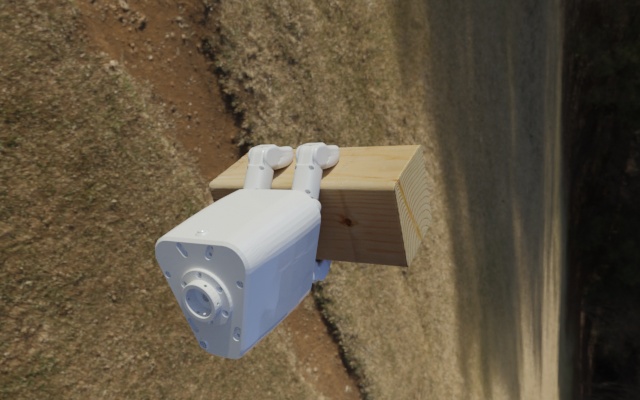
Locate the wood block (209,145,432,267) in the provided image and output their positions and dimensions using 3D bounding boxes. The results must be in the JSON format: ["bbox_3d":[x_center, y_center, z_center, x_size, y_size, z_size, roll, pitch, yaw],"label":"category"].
[{"bbox_3d":[0.000,0.002,0.503,0.206,0.091,0.090,2,31,29],"label":"wood block"}]
